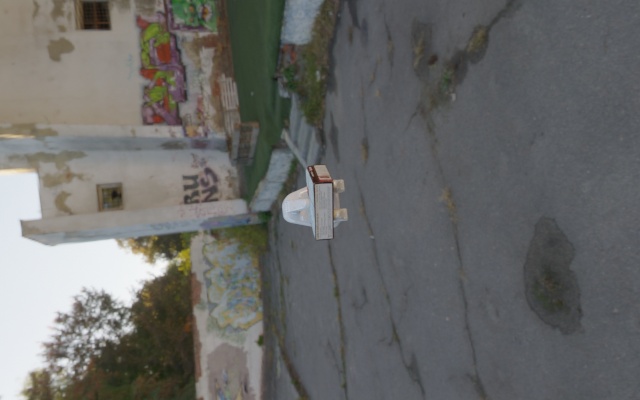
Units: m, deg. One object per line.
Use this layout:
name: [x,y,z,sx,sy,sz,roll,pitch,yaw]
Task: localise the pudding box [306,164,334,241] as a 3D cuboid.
pudding box: [0.000,0.003,0.856,0.039,0.113,0.090,-7,24,-8]
